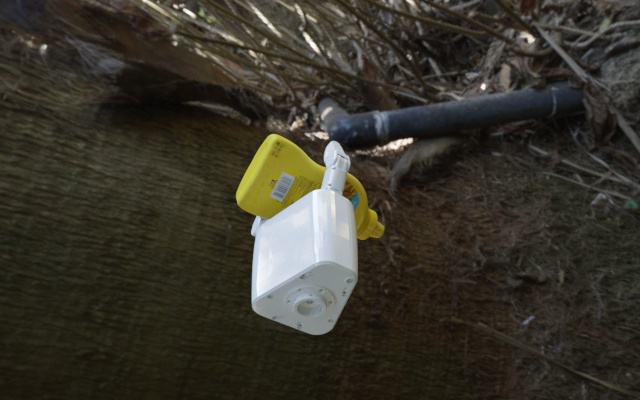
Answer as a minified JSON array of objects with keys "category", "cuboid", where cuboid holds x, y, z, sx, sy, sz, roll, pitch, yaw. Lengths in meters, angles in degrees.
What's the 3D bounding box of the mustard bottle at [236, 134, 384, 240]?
[{"category":"mustard bottle","cuboid":[0.000,0.002,0.594,0.192,0.096,0.058,27,9,-21]}]
